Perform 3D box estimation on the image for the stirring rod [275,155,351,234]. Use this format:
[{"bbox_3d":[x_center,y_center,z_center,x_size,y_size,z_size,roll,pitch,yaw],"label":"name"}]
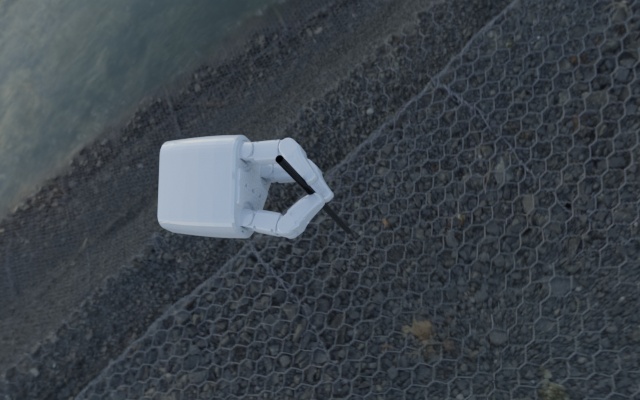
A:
[{"bbox_3d":[0.000,0.002,0.550,0.011,0.011,0.240,0,-20,20],"label":"stirring rod"}]
